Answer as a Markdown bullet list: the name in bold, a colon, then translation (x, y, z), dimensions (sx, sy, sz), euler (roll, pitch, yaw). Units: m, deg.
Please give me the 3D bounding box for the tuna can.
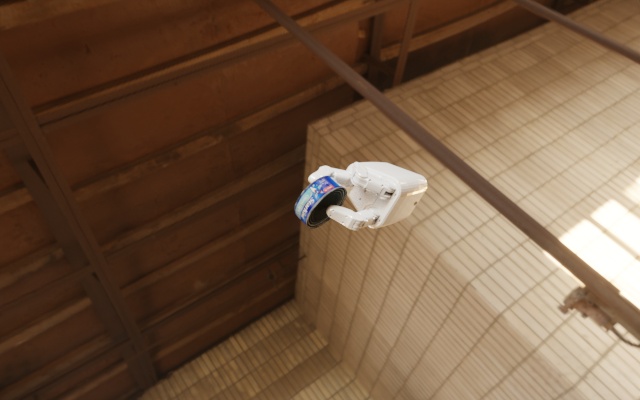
- **tuna can**: translation (0.000, 0.002, 0.760), dimensions (0.033, 0.086, 0.086), euler (44, 20, 23)
